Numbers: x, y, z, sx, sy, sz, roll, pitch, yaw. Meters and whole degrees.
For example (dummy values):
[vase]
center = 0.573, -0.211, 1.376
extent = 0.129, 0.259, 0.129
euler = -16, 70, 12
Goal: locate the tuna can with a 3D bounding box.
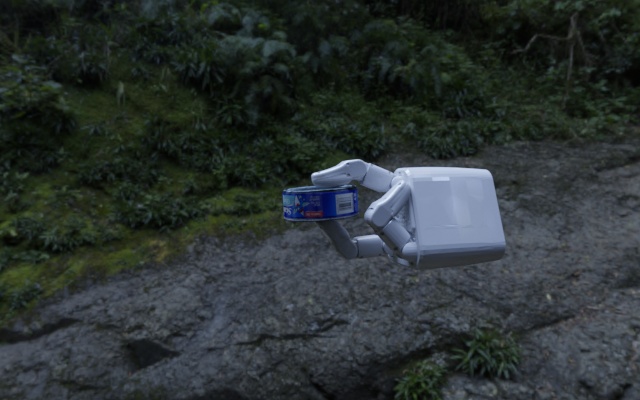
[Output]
[tuna can]
center = 0.000, 0.001, 0.540
extent = 0.086, 0.034, 0.086
euler = -4, 5, 0
